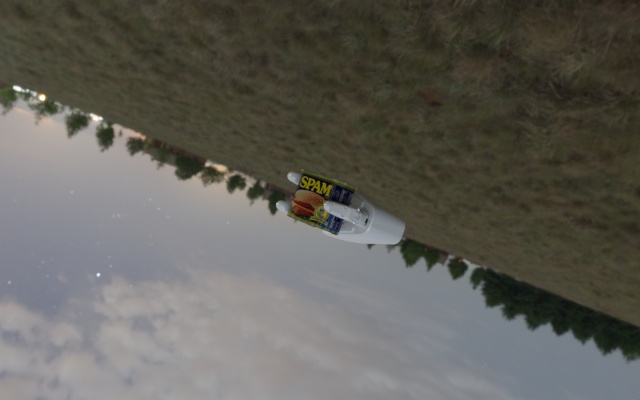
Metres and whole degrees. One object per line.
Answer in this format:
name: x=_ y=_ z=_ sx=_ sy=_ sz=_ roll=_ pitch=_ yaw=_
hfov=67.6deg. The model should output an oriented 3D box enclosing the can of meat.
can of meat: x=0.000 y=0.003 z=0.795 sx=0.102 sy=0.084 sz=0.057 roll=20 pitch=0 yaw=40
